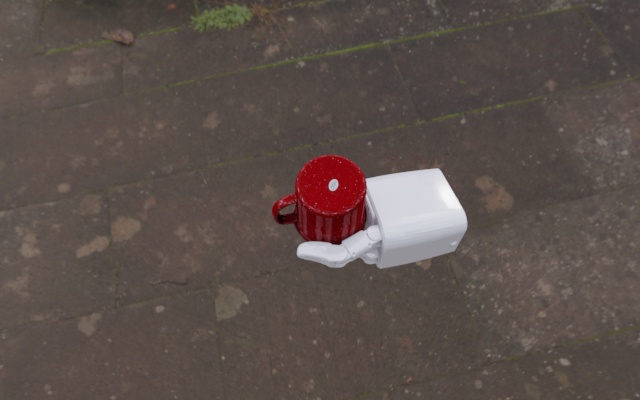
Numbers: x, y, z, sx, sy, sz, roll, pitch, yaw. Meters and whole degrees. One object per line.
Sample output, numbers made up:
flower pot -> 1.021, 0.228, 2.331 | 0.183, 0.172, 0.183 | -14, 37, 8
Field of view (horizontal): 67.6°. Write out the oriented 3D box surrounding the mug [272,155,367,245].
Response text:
mug -> -0.001, 0.002, 0.565 | 0.117, 0.093, 0.081 | -10, -28, -6
